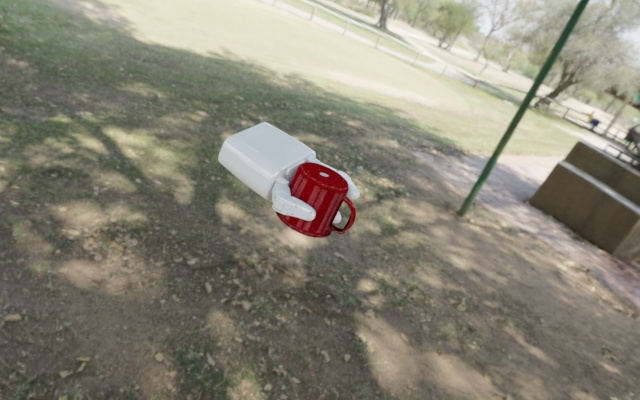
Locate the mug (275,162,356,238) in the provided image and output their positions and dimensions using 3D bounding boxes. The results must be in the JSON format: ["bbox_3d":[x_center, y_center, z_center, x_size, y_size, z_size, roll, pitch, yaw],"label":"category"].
[{"bbox_3d":[0.001,0.003,0.707,0.117,0.081,0.093,34,24,18],"label":"mug"}]
